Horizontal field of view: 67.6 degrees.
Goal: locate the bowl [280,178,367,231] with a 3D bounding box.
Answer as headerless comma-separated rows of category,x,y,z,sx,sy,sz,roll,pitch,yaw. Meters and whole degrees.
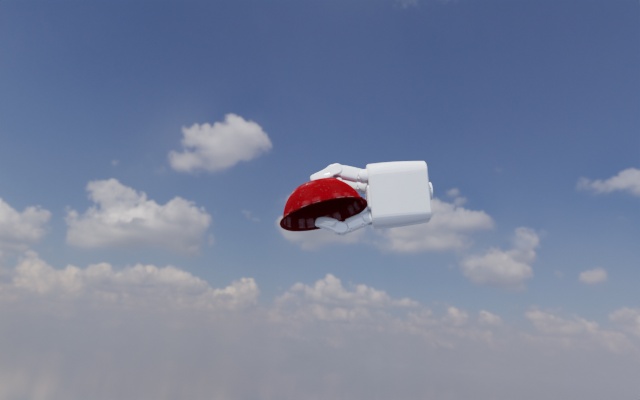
bowl,-0.001,0.003,0.859,0.162,0.055,0.162,-14,-19,-5
